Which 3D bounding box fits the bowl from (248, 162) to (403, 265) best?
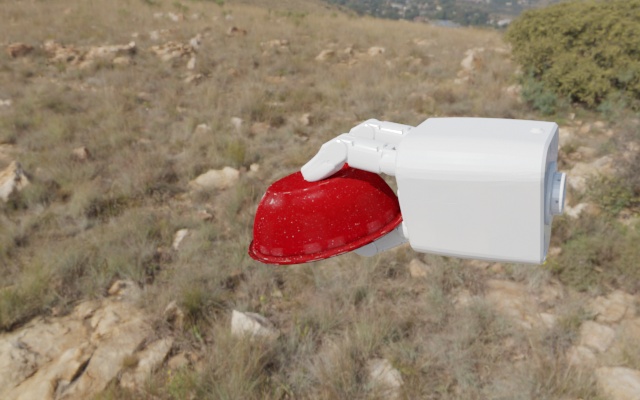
[{"bbox_3d":[-0.001,0.001,0.462,0.162,0.055,0.162,-16,15,4],"label":"bowl"}]
